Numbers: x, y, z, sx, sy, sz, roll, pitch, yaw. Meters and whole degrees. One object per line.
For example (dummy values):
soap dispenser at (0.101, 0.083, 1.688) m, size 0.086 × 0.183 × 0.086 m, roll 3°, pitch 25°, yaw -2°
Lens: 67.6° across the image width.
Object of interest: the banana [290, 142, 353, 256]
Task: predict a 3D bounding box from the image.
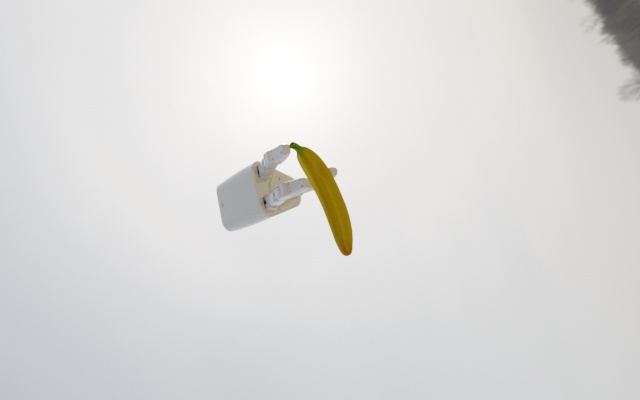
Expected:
banana at (0.007, -0.007, 0.762) m, size 0.037 × 0.198 × 0.069 m, roll -24°, pitch 8°, yaw 34°
